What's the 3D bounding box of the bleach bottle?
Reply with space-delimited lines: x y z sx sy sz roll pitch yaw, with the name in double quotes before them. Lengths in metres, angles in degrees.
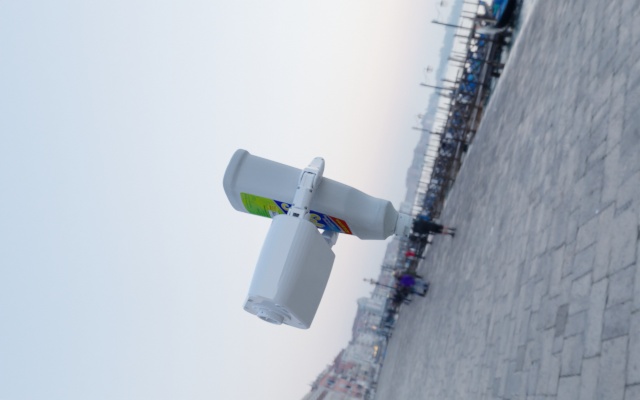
"bleach bottle" 0.000 0.002 0.650 0.251 0.068 0.103 14 -26 11
